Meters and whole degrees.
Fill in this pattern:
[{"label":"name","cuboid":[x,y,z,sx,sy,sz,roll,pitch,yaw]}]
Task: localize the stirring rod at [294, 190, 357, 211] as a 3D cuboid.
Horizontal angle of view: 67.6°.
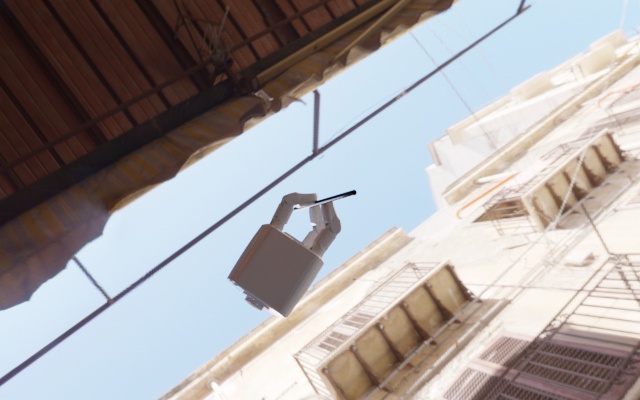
[{"label":"stirring rod","cuboid":[0.000,0.003,0.767,0.011,0.011,0.239,0,-6,-23]}]
